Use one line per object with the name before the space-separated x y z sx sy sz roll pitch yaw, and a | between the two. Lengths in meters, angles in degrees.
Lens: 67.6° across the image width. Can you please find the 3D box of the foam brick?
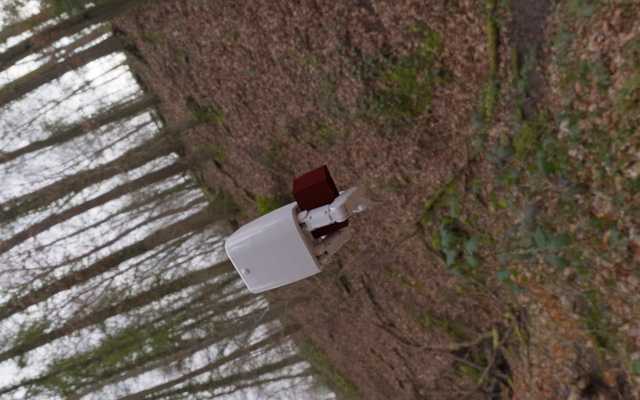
foam brick | 0.000 0.002 0.655 0.051 0.078 0.053 -22 23 10
